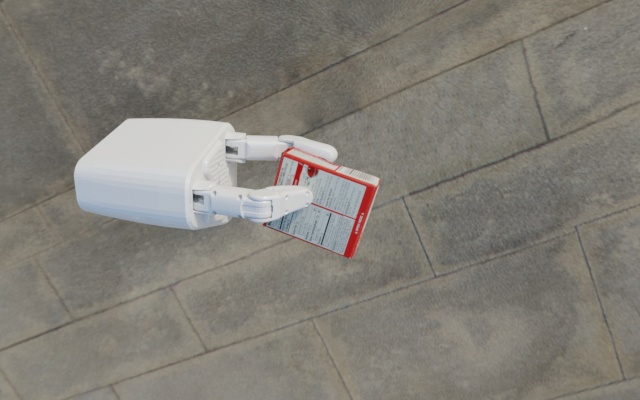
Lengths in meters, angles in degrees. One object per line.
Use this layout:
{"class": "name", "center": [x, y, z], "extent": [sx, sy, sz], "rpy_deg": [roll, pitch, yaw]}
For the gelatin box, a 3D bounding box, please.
{"class": "gelatin box", "center": [0.000, 0.002, 0.427], "extent": [0.089, 0.073, 0.030], "rpy_deg": [20, 22, 9]}
